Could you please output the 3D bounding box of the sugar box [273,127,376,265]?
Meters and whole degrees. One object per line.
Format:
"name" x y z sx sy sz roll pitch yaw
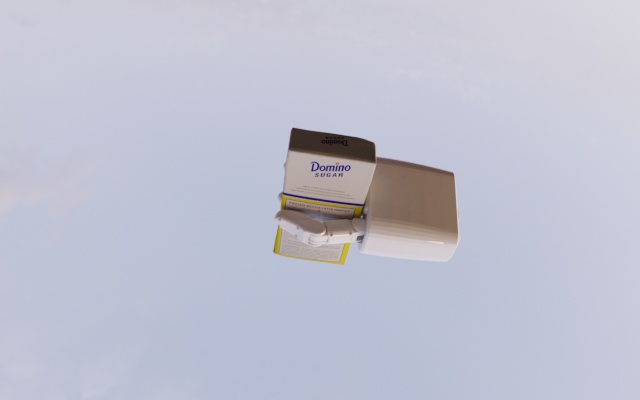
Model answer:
"sugar box" 0.000 0.002 0.552 0.093 0.176 0.048 9 44 -5
